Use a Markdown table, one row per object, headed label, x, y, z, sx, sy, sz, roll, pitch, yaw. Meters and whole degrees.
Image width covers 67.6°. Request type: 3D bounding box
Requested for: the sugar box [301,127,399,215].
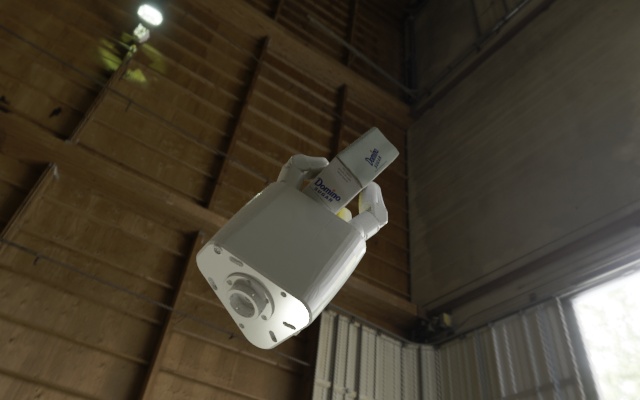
| label | x | y | z | sx | sy | sz | roll | pitch | yaw |
| --- | --- | --- | --- | --- | --- | --- | --- | --- | --- |
| sugar box | 0.000 | 0.002 | 0.517 | 0.176 | 0.048 | 0.093 | -41 | 1 | 40 |
